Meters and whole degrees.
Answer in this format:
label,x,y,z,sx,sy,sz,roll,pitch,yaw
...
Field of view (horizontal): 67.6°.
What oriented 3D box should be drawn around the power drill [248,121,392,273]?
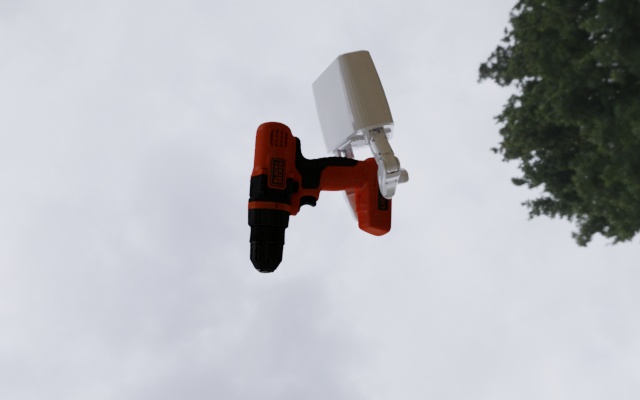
label,x,y,z,sx,sy,sz,roll,pitch,yaw
power drill,0.000,0.002,0.606,0.187,0.184,0.057,7,-8,-26
